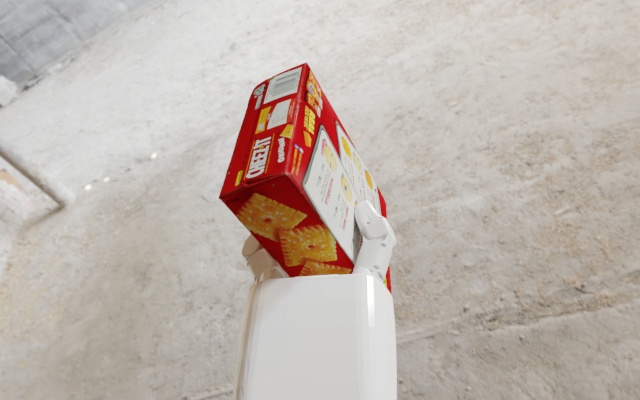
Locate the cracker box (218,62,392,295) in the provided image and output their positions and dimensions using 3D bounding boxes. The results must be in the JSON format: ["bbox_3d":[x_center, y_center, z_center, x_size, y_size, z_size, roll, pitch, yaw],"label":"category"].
[{"bbox_3d":[0.000,0.001,0.472,0.072,0.164,0.214,-17,-49,21],"label":"cracker box"}]
